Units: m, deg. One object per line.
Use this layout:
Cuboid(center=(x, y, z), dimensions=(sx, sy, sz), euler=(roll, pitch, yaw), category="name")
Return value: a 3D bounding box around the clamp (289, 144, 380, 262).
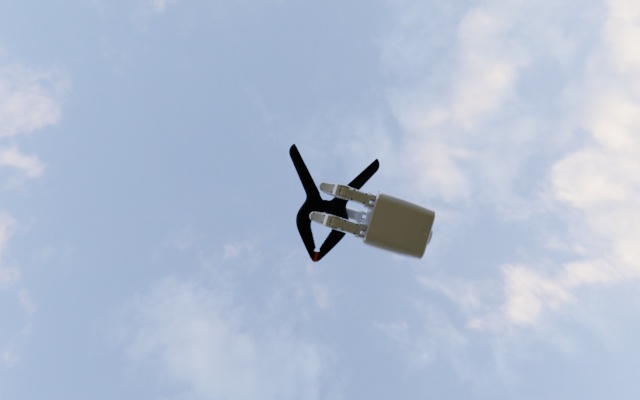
Cuboid(center=(0.000, 0.003, 0.857), dimensions=(0.164, 0.210, 0.036), euler=(17, -4, 4), category="clamp")
